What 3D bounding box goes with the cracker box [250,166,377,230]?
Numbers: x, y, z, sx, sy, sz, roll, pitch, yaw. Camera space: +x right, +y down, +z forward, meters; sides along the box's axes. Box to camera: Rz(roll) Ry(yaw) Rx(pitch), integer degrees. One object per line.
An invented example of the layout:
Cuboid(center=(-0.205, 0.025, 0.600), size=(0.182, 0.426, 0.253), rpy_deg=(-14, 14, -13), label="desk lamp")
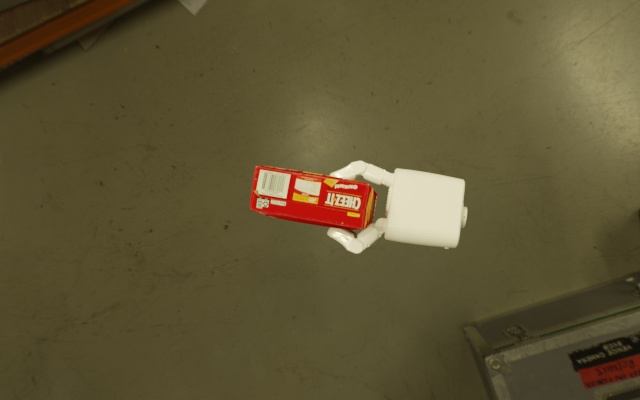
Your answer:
Cuboid(center=(0.000, 0.002, 0.751), size=(0.164, 0.072, 0.214), rpy_deg=(9, -2, 10), label="cracker box")
